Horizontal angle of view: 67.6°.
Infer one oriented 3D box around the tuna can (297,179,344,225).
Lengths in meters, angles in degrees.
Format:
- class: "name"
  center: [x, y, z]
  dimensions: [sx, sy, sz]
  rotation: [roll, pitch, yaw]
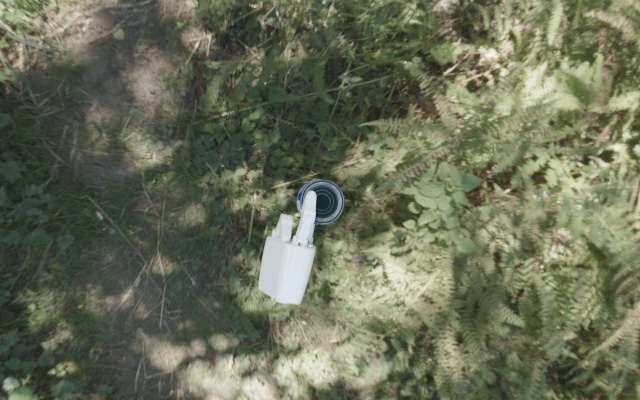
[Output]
- class: "tuna can"
  center: [0.000, 0.003, 0.893]
  dimensions: [0.086, 0.086, 0.034]
  rotation: [0, -1, -13]
